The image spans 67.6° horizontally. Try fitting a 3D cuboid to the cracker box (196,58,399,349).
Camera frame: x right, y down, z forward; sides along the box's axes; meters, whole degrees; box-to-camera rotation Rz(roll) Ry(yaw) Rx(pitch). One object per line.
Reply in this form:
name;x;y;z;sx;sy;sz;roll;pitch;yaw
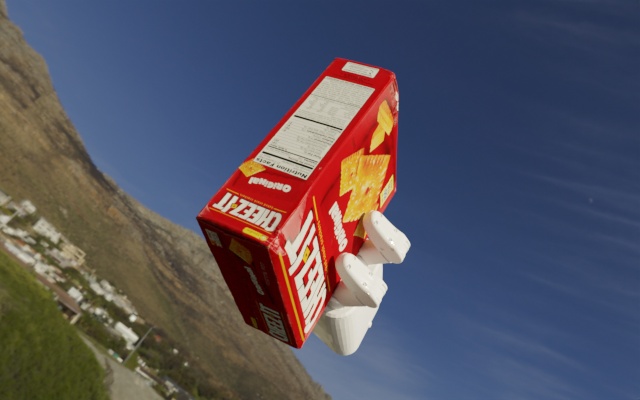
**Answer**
cracker box;0.000;0.001;0.436;0.072;0.213;0.164;19;-36;23
